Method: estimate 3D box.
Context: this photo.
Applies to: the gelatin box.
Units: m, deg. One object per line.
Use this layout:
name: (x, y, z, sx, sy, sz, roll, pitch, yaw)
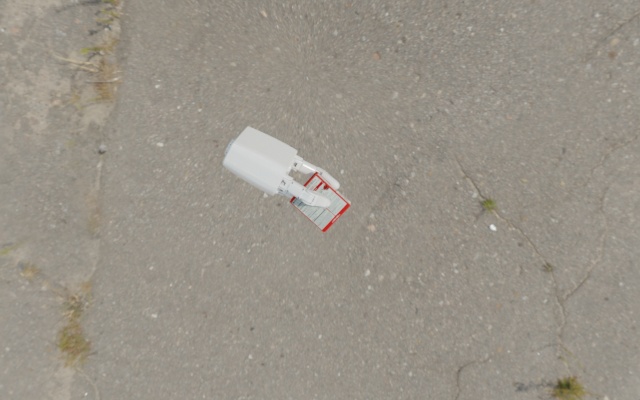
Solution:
gelatin box: (0.000, 0.003, 0.881, 0.089, 0.073, 0.030, 42, 12, -4)
